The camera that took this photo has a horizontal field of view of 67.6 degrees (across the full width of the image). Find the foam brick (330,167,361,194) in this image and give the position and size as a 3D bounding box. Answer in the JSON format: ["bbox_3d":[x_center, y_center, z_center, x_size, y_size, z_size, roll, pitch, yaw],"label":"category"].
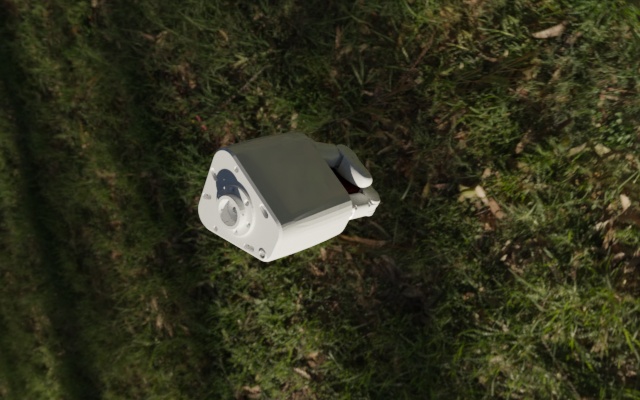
[{"bbox_3d":[0.000,0.002,0.545,0.053,0.078,0.051,40,34,23],"label":"foam brick"}]
